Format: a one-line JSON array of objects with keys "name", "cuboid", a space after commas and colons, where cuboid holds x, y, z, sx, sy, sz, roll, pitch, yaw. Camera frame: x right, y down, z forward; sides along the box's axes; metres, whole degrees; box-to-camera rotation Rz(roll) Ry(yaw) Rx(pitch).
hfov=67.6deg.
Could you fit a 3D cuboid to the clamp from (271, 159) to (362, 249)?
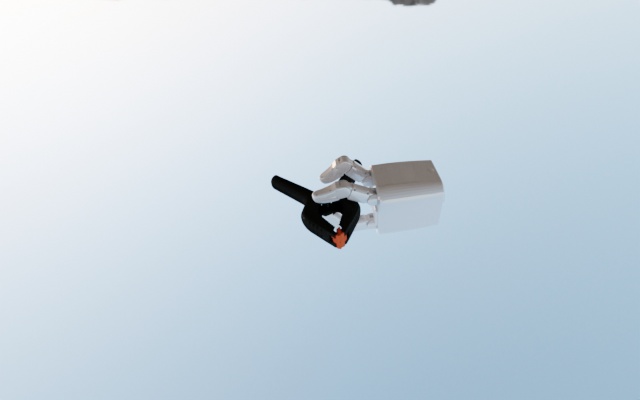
[{"name": "clamp", "cuboid": [0.000, 0.003, 0.779, 0.164, 0.036, 0.209, -9, 36, 1]}]
